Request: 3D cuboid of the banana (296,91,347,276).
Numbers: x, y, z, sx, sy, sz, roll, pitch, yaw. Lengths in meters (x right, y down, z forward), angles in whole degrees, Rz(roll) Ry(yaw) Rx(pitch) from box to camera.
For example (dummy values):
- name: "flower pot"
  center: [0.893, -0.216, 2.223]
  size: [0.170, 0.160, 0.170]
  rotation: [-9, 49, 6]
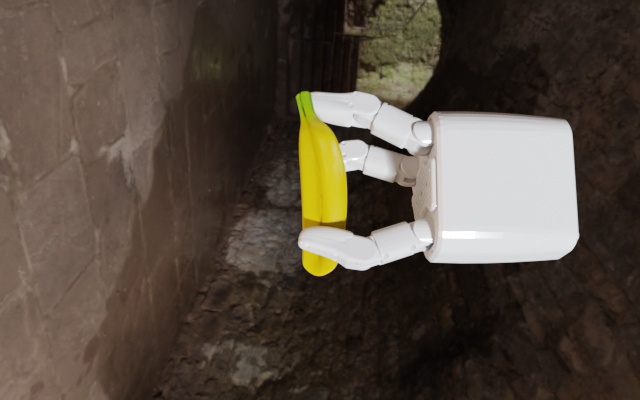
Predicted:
- name: "banana"
  center: [0.001, 0.011, 0.407]
  size: [0.037, 0.198, 0.069]
  rotation: [-3, 40, -3]
